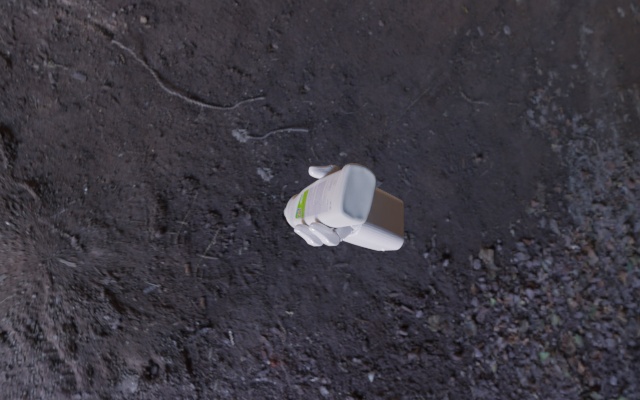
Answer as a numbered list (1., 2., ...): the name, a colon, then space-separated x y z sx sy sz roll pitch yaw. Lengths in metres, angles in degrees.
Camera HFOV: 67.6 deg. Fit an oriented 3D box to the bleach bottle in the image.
1. bleach bottle: 0.000 0.003 0.886 0.068 0.102 0.251 21 -16 -26
